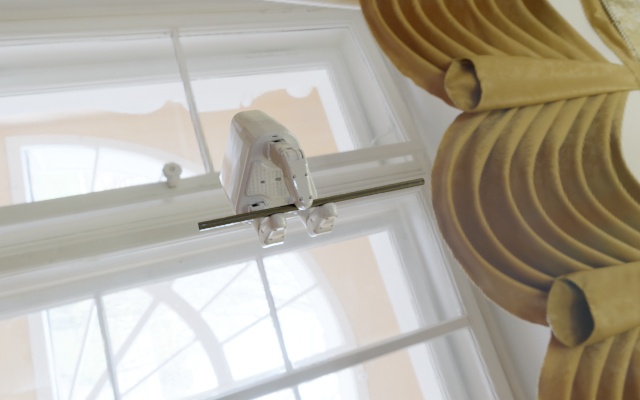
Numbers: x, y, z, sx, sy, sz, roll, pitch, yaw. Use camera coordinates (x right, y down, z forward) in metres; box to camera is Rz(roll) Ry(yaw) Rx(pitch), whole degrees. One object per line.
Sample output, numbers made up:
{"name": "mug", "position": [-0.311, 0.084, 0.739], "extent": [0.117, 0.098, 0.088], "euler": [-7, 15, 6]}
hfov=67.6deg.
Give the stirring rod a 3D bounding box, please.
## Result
{"name": "stirring rod", "position": [0.000, 0.002, 0.476], "extent": [0.239, 0.011, 0.011], "euler": [-11, 4, -20]}
